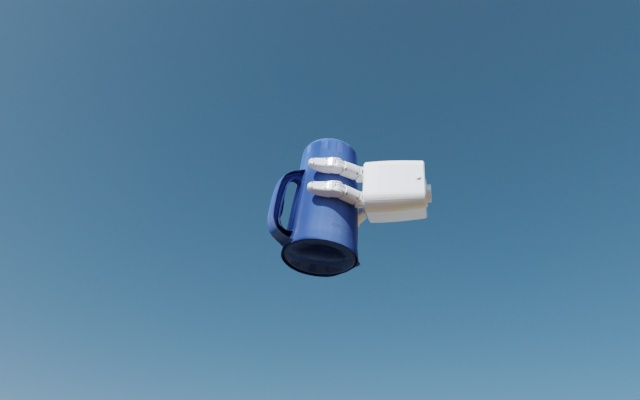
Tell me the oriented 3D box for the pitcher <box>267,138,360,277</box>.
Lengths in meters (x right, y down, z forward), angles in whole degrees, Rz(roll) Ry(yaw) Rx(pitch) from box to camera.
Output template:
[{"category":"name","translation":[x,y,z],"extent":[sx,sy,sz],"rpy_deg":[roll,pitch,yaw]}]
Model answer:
[{"category":"pitcher","translation":[0.000,0.003,0.870],"extent":[0.145,0.242,0.149],"rpy_deg":[-2,-36,12]}]
